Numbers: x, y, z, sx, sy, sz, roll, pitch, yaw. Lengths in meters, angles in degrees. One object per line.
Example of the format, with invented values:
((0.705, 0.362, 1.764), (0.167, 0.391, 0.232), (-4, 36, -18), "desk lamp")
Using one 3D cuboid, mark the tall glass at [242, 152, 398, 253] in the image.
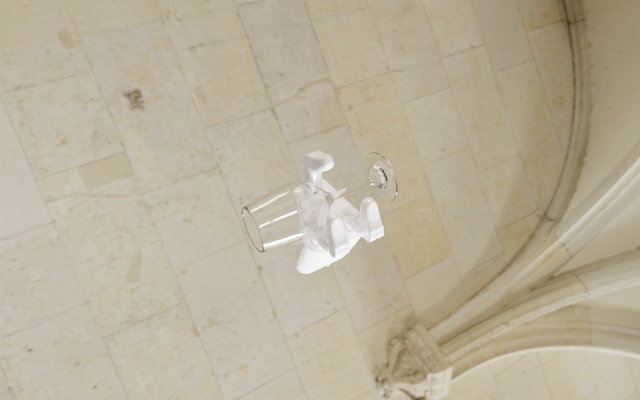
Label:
((0.001, 0.002, 0.632), (0.201, 0.079, 0.079), (-22, 9, -23), "tall glass")
